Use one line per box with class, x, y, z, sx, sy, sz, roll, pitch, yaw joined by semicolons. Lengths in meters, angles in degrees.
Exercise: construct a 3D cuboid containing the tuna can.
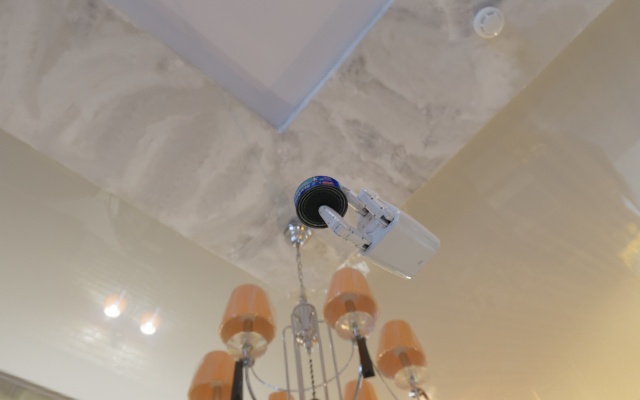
tuna can;0.000;0.002;0.782;0.086;0.086;0.033;0;33;-12
